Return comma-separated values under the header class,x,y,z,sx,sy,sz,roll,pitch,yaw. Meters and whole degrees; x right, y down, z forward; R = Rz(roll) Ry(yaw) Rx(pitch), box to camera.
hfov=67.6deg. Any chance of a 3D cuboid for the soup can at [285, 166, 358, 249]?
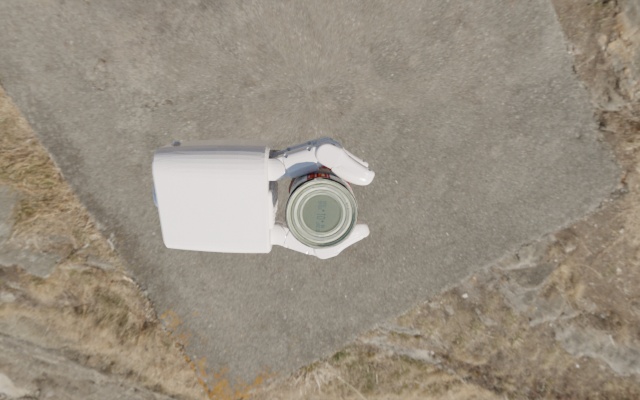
class,x,y,z,sx,sy,sz,roll,pitch,yaw
soup can,0.001,0.002,0.474,0.068,0.068,0.102,0,12,-1
